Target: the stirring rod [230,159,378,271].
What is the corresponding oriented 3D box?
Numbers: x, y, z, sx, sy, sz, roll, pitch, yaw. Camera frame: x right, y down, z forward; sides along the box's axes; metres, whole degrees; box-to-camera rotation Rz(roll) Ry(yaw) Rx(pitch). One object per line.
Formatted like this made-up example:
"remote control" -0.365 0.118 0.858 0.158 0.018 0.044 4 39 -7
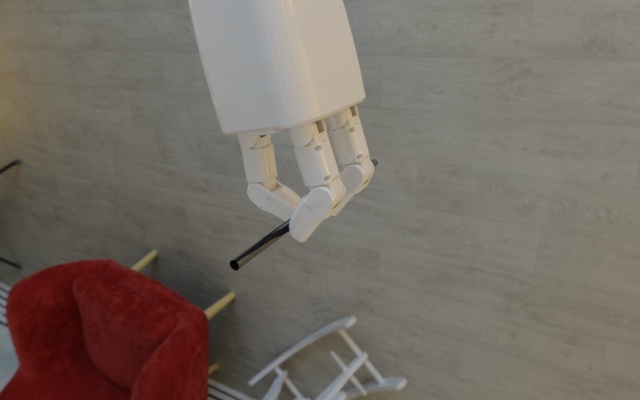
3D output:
"stirring rod" 0.000 0.001 0.418 0.011 0.011 0.239 0 21 31
